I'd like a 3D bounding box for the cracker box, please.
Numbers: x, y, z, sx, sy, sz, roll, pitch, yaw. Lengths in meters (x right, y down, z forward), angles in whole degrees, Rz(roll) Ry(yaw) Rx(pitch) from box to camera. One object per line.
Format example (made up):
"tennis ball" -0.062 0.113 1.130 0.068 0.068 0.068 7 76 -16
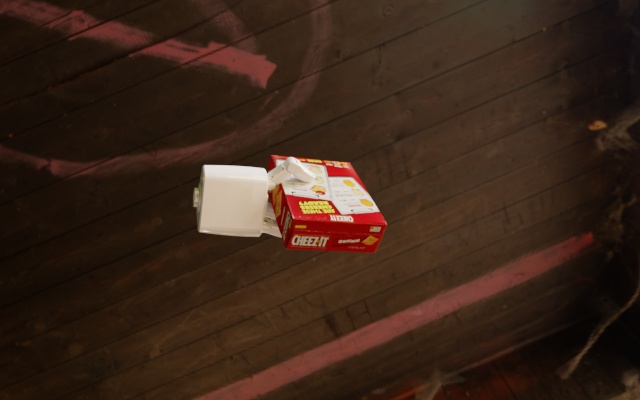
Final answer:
"cracker box" 0.000 0.003 0.853 0.164 0.072 0.213 4 32 -19
